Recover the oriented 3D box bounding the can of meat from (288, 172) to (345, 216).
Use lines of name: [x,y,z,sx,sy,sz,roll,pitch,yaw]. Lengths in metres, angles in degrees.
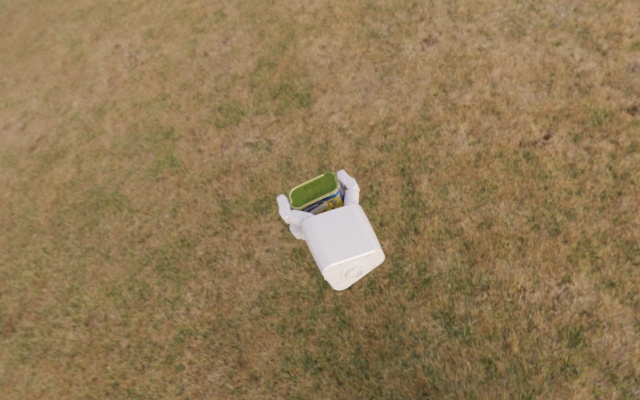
can of meat: [0.000,0.003,0.890,0.102,0.057,0.084,-25,-39,5]
